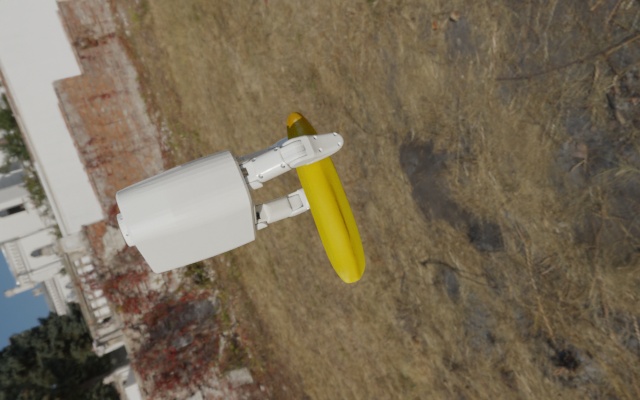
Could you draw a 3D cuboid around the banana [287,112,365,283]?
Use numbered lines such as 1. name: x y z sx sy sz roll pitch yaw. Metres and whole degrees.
1. banana: 0.007 0.008 0.479 0.037 0.198 0.069 -23 17 -13
